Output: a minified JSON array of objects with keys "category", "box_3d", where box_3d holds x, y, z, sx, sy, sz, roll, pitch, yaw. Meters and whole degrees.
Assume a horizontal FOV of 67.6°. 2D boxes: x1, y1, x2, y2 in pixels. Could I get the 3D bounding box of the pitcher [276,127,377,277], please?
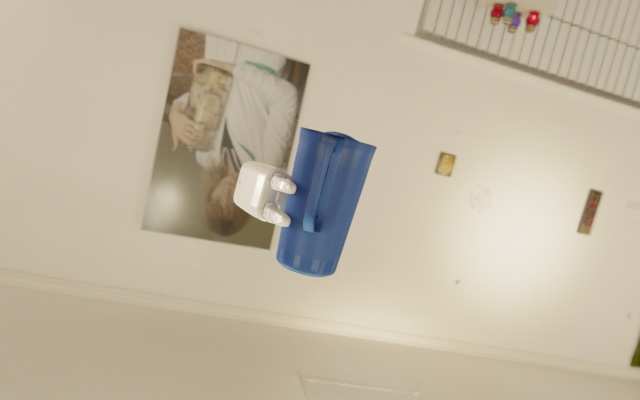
[{"category":"pitcher","box_3d":[0.000,0.003,0.810,0.149,0.243,0.145,9,8,-38]}]
